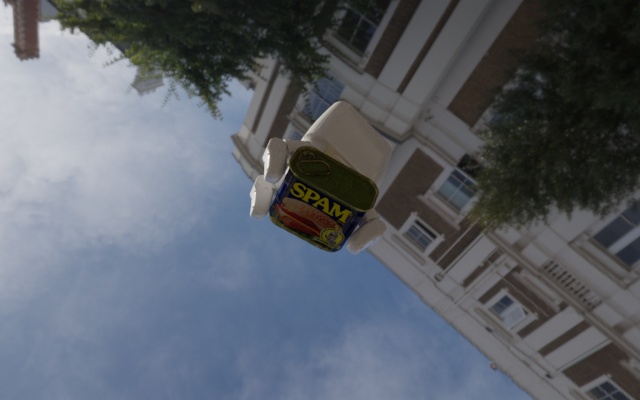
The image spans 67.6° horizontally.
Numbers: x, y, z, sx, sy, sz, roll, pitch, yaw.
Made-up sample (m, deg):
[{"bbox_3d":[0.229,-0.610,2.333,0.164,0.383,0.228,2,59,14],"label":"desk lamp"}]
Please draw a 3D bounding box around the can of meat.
[{"bbox_3d":[0.000,0.002,0.537,0.102,0.084,0.057,29,41,-1],"label":"can of meat"}]
